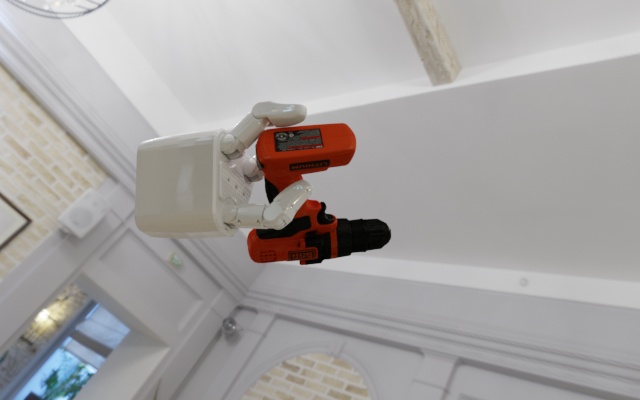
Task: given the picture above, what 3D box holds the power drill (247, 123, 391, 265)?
[{"bbox_3d":[0.000,0.001,0.561,0.184,0.188,0.057,-6,43,-7],"label":"power drill"}]
